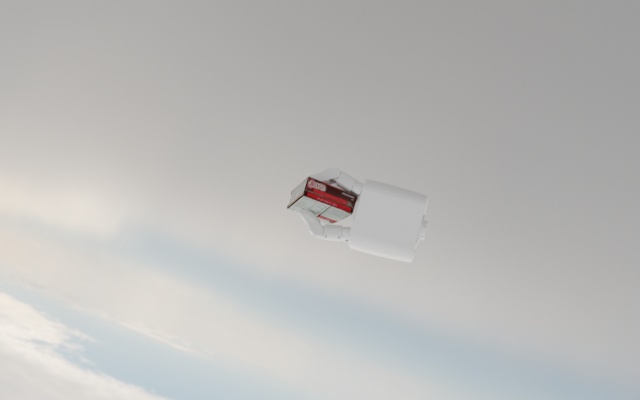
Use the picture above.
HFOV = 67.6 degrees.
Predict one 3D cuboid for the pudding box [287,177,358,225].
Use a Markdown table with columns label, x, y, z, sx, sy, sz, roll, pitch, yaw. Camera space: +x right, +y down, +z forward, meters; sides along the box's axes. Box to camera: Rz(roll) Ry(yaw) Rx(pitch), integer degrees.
| label | x | y | z | sx | sy | sz | roll | pitch | yaw |
| --- | --- | --- | --- | --- | --- | --- | --- | --- | --- |
| pudding box | 0.000 | 0.003 | 0.813 | 0.090 | 0.039 | 0.113 | 22 | -20 | -13 |
